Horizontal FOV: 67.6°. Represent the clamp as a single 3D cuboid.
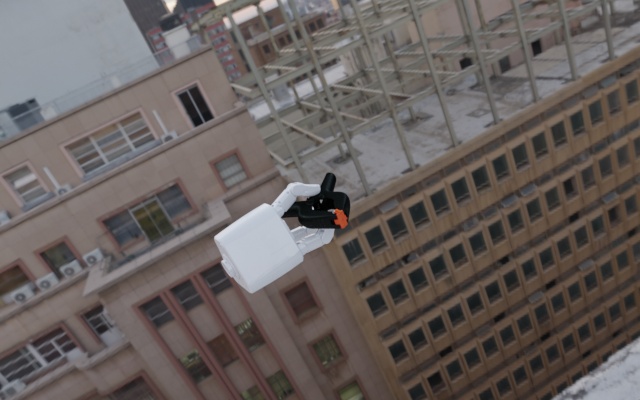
[{"bbox_3d":[0.000,0.002,0.849,0.164,0.036,0.210,-32,24,-22],"label":"clamp"}]
